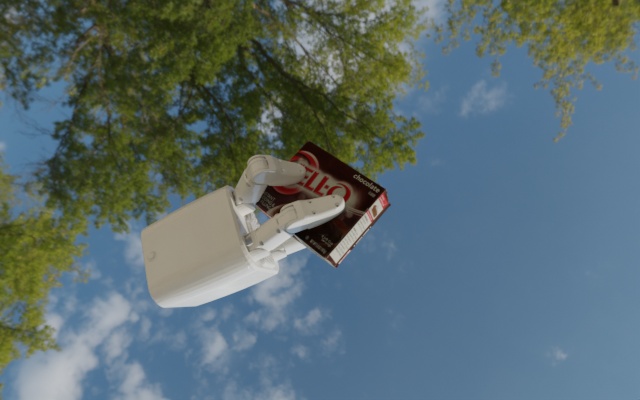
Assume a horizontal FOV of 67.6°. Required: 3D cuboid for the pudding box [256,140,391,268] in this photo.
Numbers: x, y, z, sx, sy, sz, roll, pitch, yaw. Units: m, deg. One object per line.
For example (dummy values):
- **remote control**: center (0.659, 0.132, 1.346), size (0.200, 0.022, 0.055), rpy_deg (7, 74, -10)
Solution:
- **pudding box**: center (0.000, 0.002, 0.488), size (0.113, 0.090, 0.039), rpy_deg (36, -11, 29)
